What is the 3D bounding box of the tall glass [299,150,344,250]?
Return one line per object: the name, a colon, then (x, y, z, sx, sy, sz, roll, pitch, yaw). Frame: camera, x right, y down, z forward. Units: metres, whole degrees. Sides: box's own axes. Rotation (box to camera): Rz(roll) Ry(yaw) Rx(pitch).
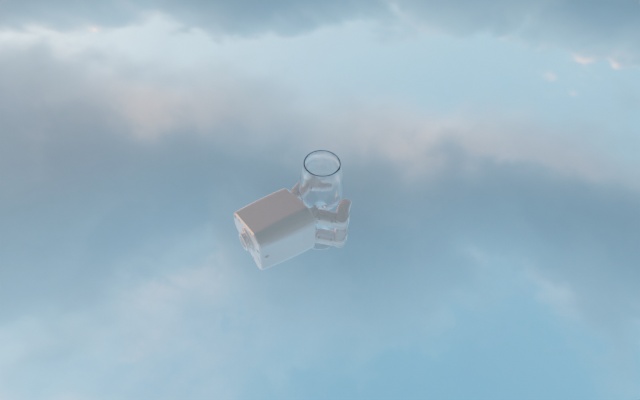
tall glass: (0.000, 0.003, 0.859, 0.079, 0.079, 0.201, 0, -41, -2)
